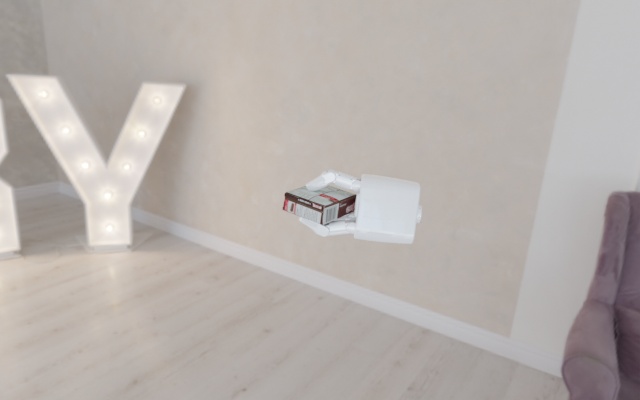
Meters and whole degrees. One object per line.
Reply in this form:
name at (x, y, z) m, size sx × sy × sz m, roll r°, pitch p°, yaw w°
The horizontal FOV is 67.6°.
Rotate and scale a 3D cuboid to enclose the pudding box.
pudding box at (0.000, 0.003, 0.873) m, size 0.090 × 0.039 × 0.113 m, roll 19°, pitch 20°, yaw 30°
